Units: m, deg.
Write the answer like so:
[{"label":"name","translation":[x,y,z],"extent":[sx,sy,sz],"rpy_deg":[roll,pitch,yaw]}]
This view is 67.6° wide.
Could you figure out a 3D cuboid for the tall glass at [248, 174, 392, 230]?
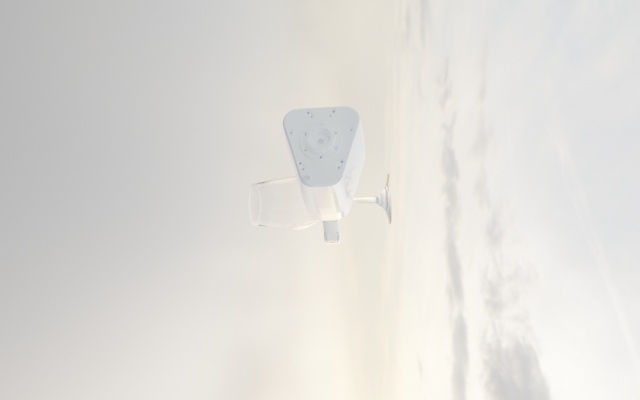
[{"label":"tall glass","translation":[0.001,0.002,0.692],"extent":[0.201,0.079,0.079],"rpy_deg":[-2,0,6]}]
